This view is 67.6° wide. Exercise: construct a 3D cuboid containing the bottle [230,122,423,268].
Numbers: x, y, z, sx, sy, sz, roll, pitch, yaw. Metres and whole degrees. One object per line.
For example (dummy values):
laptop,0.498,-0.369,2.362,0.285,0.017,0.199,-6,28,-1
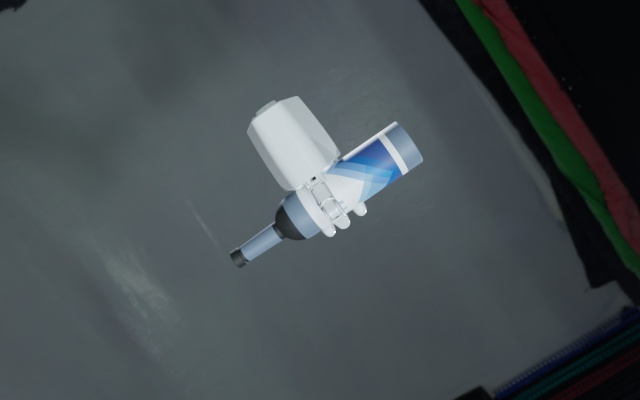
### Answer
bottle,0.000,0.002,0.665,0.296,0.069,0.069,-34,-4,5
